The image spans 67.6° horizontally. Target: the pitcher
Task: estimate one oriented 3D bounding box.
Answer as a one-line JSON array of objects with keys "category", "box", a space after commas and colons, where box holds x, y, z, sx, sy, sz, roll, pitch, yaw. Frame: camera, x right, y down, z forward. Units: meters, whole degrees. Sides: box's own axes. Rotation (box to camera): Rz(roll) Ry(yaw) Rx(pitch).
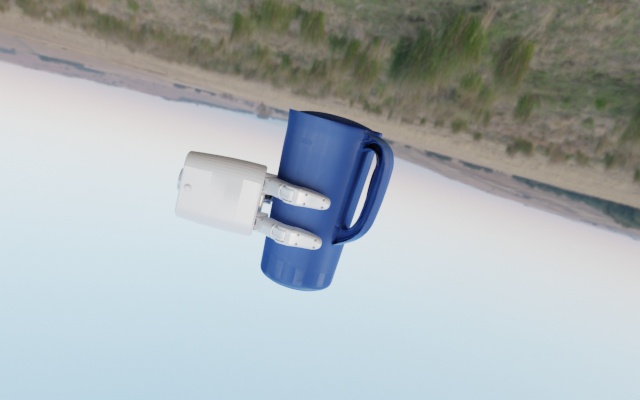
[{"category": "pitcher", "box": [0.000, 0.002, 0.670, 0.145, 0.243, 0.149, 13, 10, -6]}]
